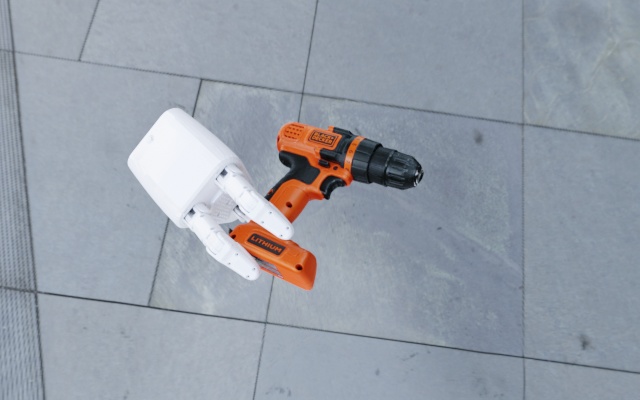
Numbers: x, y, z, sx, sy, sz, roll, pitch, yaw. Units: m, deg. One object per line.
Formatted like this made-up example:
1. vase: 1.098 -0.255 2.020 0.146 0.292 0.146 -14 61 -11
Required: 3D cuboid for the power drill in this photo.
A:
1. power drill: 0.000 0.002 0.534 0.184 0.187 0.057 18 -27 27
